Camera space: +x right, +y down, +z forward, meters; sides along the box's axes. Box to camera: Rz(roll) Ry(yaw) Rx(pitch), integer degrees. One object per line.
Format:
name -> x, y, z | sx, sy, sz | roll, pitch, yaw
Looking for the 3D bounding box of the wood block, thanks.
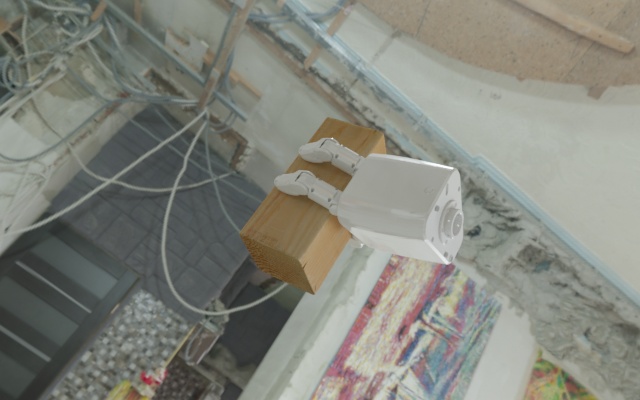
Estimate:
wood block -> 0.001, 0.002, 0.615 | 0.090, 0.206, 0.091 | 20, -30, 27
